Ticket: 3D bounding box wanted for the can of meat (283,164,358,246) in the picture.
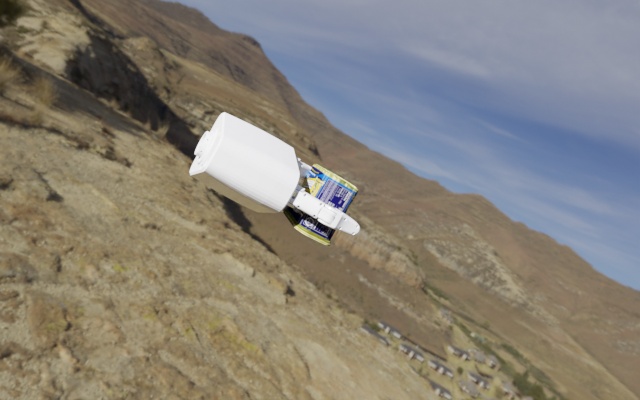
[{"bbox_3d":[0.000,0.002,0.644,0.057,0.084,0.102,28,5,-19],"label":"can of meat"}]
